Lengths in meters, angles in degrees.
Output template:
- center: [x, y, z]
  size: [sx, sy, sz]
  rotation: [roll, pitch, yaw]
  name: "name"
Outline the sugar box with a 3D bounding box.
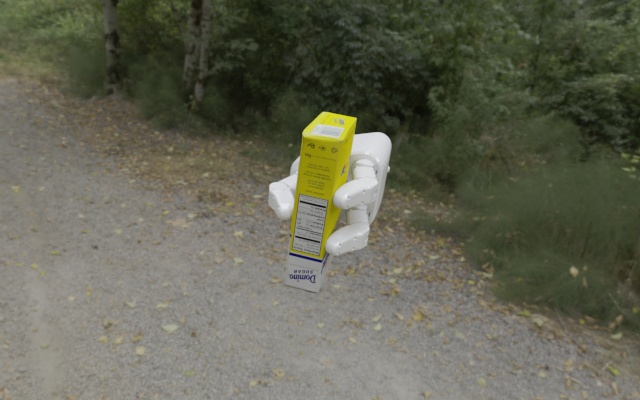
- center: [0.001, 0.002, 0.521]
  size: [0.048, 0.176, 0.093]
  rotation: [10, 25, 10]
  name: "sugar box"
